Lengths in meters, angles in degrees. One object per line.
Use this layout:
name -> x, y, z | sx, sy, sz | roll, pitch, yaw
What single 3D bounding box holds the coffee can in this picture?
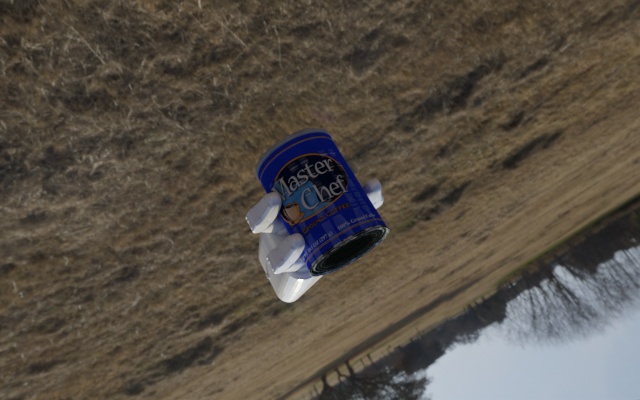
coffee can -> 0.000, 0.002, 0.555 | 0.103, 0.140, 0.103 | -26, -20, -11
